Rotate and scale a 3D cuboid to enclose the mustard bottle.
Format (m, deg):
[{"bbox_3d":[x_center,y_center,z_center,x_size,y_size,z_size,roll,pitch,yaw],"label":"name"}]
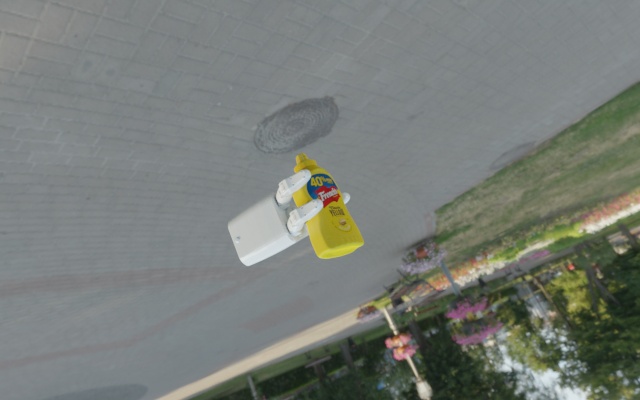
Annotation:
[{"bbox_3d":[0.000,0.003,0.825,0.096,0.191,0.058,-4,-27,-45],"label":"mustard bottle"}]
